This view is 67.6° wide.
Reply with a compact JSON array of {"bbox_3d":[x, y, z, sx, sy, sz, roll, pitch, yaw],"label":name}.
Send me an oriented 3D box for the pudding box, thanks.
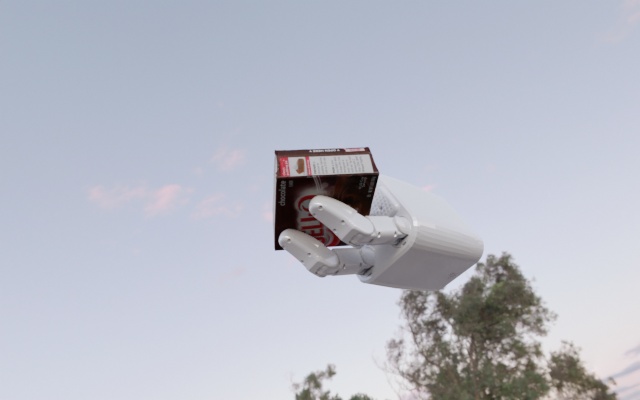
[{"bbox_3d":[0.000,0.001,0.451,0.090,0.039,0.114,-4,-41,-9],"label":"pudding box"}]
